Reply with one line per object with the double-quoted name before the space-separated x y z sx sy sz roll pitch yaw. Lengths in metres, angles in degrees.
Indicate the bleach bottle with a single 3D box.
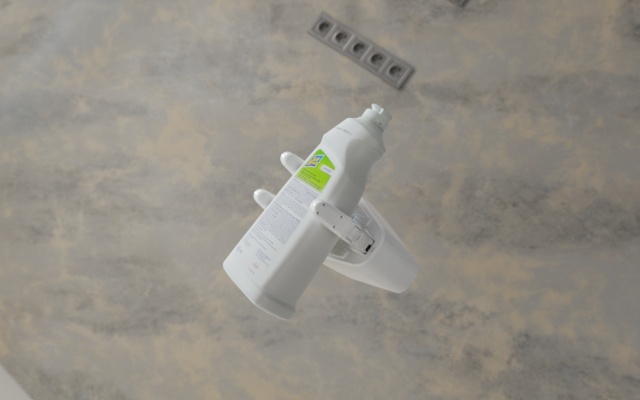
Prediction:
"bleach bottle" 0.000 0.002 0.534 0.102 0.251 0.068 34 -3 46
